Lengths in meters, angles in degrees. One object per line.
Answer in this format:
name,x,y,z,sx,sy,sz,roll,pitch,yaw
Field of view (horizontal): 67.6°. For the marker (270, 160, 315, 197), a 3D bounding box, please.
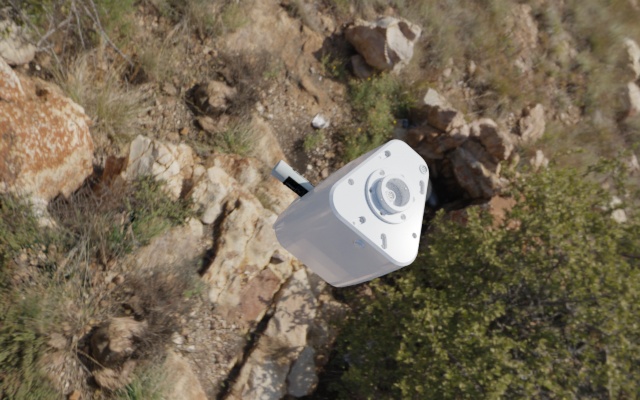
marker,0.000,0.002,0.504,0.121,0.020,0.020,38,-10,-12
